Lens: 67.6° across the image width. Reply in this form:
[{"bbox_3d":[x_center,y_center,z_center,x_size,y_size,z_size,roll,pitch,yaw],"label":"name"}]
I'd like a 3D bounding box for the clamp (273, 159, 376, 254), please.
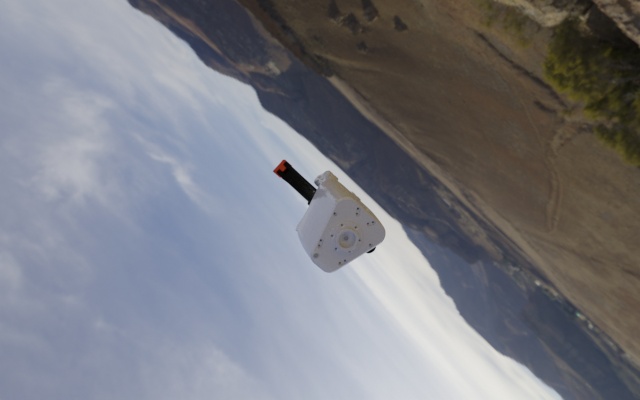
[{"bbox_3d":[-0.001,0.003,0.846,0.210,0.036,0.164,41,1,-18],"label":"clamp"}]
